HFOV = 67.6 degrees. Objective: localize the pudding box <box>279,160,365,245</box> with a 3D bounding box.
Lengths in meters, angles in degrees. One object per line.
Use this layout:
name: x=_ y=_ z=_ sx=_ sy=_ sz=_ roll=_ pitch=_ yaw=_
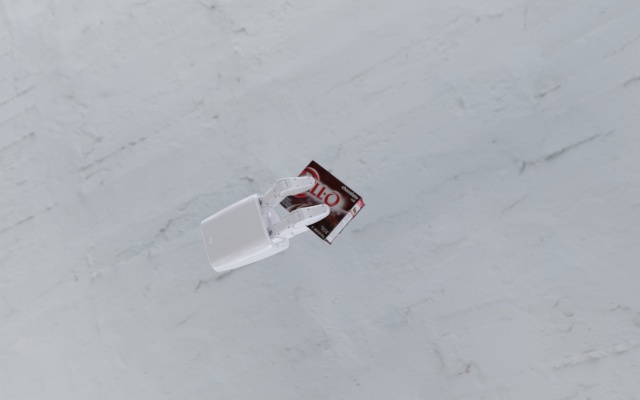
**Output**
pudding box: x=0.000 y=0.003 z=0.758 sx=0.113 sy=0.090 sz=0.039 roll=39 pitch=-5 yaw=24
